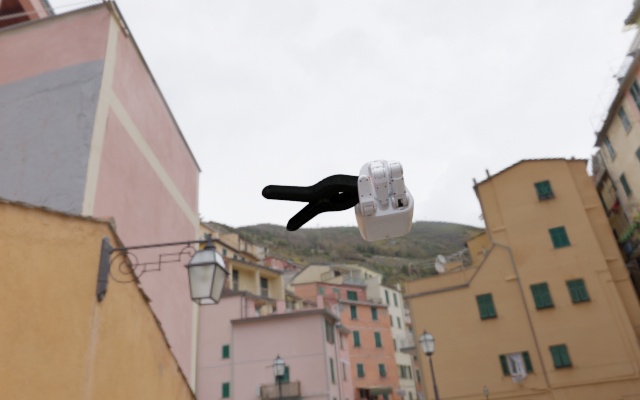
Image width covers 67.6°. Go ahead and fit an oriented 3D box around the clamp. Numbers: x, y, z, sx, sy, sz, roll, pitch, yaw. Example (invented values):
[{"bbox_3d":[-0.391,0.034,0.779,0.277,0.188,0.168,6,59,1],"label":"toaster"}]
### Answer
[{"bbox_3d":[0.000,0.002,0.777,0.171,0.039,0.120,-8,-30,6],"label":"clamp"}]
